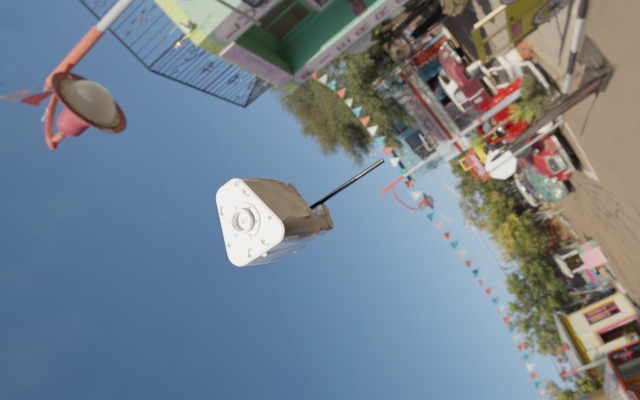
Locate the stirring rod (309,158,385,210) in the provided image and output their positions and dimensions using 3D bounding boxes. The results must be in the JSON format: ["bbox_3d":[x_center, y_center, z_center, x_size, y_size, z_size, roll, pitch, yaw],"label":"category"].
[{"bbox_3d":[0.000,0.002,0.754,0.239,0.011,0.011,-34,-13,21],"label":"stirring rod"}]
